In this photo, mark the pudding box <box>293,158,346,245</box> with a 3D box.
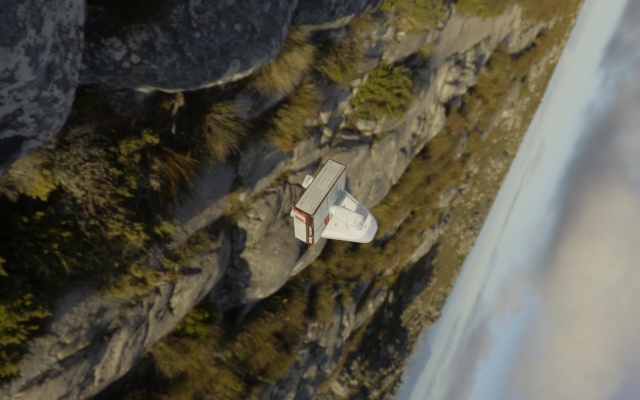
[{"bbox_3d":[0.000,0.003,0.762,0.039,0.113,0.090,23,-32,16],"label":"pudding box"}]
